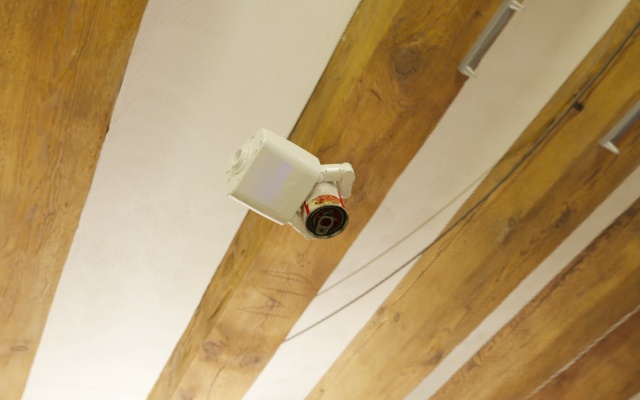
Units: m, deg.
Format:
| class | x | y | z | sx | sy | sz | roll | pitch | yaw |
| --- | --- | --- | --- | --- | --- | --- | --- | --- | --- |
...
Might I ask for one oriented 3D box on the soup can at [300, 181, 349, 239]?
| class | x | y | z | sx | sy | sz | roll | pitch | yaw |
| --- | --- | --- | --- | --- | --- | --- | --- | --- | --- |
| soup can | 0.001 | 0.002 | 0.759 | 0.068 | 0.068 | 0.102 | 0 | 37 | -14 |
